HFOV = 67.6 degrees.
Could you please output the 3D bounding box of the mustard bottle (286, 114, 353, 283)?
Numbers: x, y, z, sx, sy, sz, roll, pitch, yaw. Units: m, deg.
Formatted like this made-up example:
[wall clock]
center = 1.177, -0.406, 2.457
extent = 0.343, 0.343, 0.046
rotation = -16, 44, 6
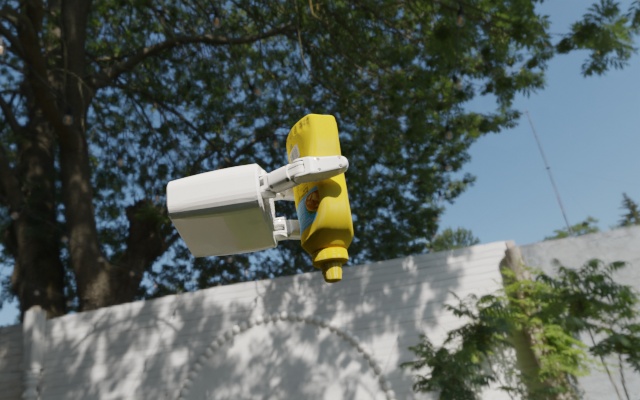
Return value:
[mustard bottle]
center = 0.000, 0.002, 0.563
extent = 0.058, 0.191, 0.096
rotation = 1, -24, -22
